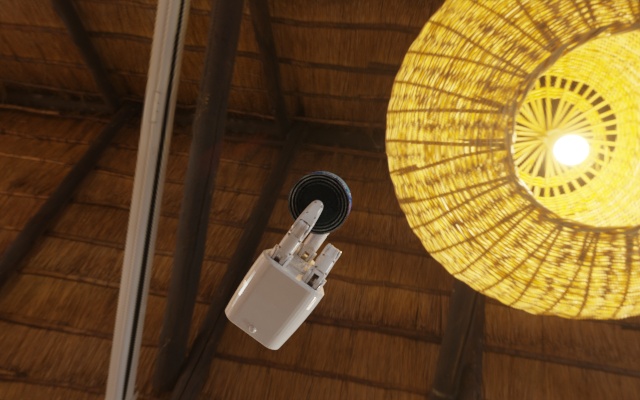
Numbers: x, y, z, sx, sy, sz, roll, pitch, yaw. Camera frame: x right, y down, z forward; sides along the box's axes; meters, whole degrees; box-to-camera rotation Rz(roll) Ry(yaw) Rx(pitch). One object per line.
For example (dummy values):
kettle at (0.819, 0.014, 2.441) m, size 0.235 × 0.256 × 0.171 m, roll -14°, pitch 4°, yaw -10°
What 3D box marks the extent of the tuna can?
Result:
tuna can at (0.000, 0.002, 0.667) m, size 0.086 × 0.086 × 0.033 m, roll 0°, pitch 10°, yaw 11°
